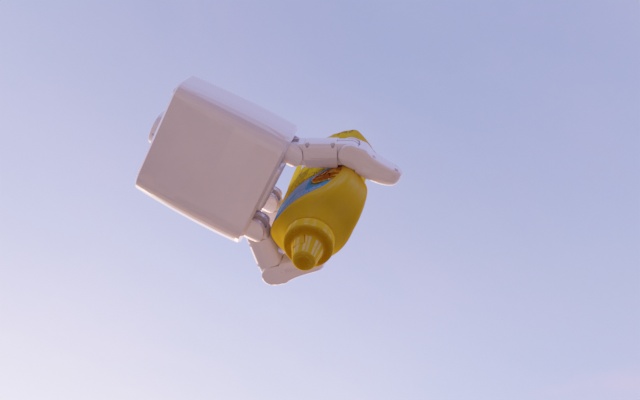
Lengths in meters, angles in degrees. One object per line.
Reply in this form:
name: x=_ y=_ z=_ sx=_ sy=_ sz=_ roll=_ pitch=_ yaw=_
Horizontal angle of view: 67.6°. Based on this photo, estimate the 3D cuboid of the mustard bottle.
mustard bottle: x=0.000 y=0.002 z=0.441 sx=0.096 sy=0.058 sz=0.191 roll=-33 pitch=18 yaw=23
